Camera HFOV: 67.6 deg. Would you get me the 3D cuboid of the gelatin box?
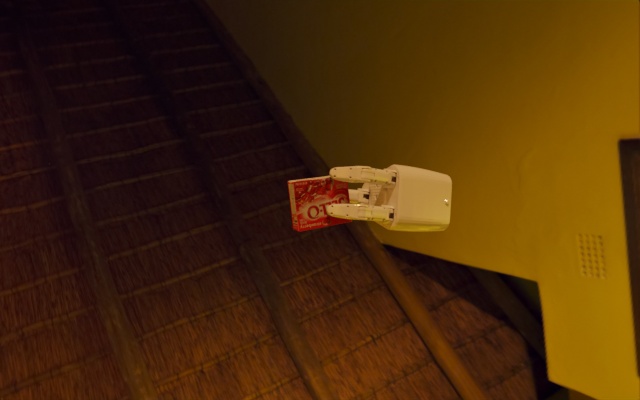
[{"bbox_3d":[0.000,0.002,0.708,0.089,0.073,0.030,-9,7,-23],"label":"gelatin box"}]
